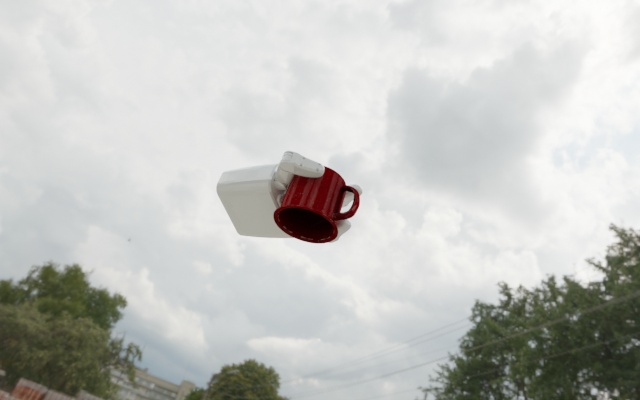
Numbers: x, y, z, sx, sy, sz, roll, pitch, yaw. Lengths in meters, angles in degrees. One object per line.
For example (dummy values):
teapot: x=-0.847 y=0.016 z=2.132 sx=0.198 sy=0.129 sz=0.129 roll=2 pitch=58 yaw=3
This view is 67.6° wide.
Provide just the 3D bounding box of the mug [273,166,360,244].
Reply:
mug: x=0.001 y=0.002 z=0.671 sx=0.117 sy=0.081 sz=0.093 roll=-3 pitch=-38 yaw=29
